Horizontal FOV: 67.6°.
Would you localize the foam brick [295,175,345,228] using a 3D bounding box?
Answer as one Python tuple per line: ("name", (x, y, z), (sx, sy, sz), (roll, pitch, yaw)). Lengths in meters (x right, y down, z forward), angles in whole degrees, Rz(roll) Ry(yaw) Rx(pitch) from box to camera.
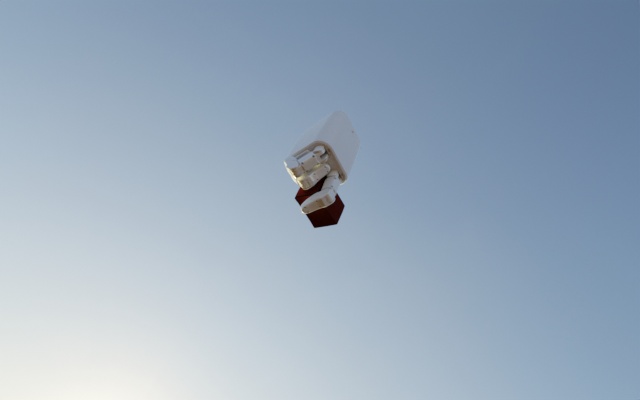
("foam brick", (0.000, 0.003, 0.860), (0.053, 0.078, 0.051), (-9, 38, 32))
